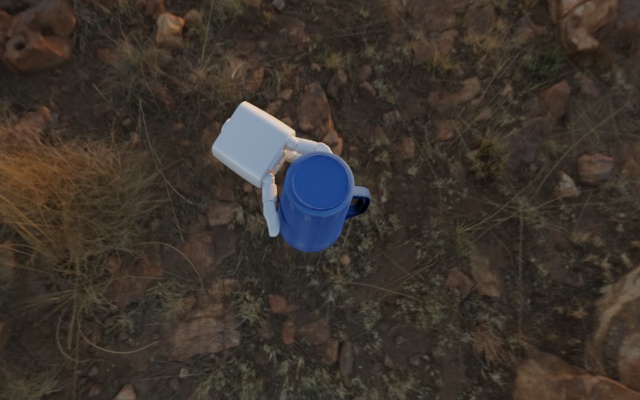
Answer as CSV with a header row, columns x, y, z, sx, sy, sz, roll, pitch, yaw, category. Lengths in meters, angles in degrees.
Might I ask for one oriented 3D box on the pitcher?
x,y,z,sx,sy,sz,roll,pitch,yaw,category
0.000,0.003,0.835,0.145,0.149,0.243,37,-16,5,pitcher
